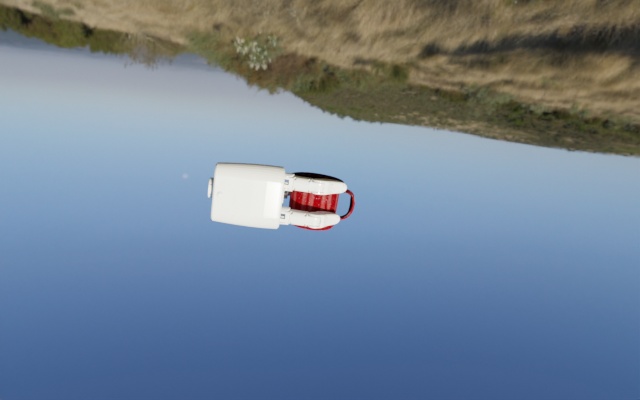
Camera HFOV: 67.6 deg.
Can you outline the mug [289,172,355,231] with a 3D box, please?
[{"bbox_3d":[0.002,0.003,0.813,0.117,0.081,0.093,7,13,-8],"label":"mug"}]
